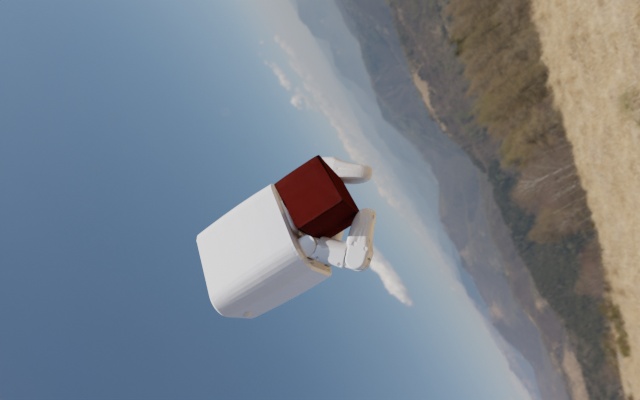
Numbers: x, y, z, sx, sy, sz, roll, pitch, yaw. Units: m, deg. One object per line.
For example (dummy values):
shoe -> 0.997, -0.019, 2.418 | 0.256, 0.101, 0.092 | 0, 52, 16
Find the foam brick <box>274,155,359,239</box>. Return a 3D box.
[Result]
foam brick -> 0.000, 0.001, 0.461 | 0.051, 0.053, 0.078 | -31, -22, 8
